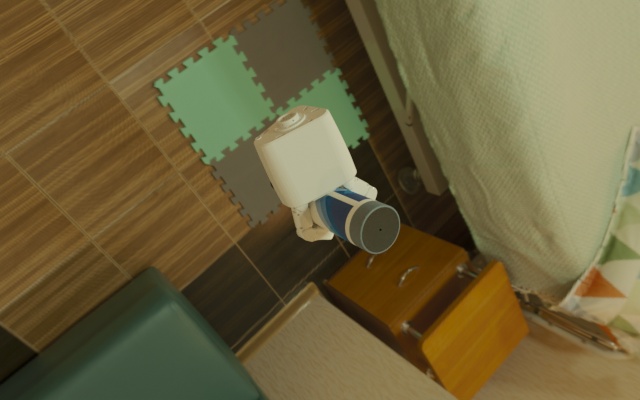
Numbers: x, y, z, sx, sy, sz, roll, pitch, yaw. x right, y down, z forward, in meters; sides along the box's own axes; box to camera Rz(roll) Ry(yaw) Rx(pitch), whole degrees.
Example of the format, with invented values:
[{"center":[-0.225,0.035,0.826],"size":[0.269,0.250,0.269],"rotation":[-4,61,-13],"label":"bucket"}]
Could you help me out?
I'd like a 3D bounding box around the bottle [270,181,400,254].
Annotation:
[{"center":[0.000,0.003,0.738],"size":[0.069,0.069,0.295],"rotation":[0,14,-33],"label":"bottle"}]
